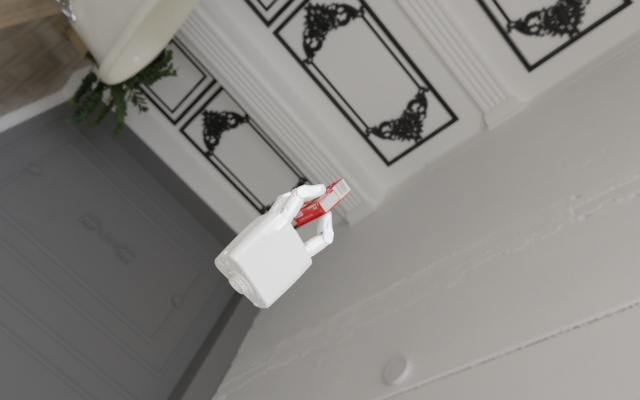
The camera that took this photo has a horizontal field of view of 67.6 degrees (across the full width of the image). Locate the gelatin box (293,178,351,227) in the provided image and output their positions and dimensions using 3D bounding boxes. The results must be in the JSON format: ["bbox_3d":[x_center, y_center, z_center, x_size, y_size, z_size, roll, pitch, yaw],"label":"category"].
[{"bbox_3d":[0.001,0.003,0.826,0.073,0.030,0.089,-27,11,45],"label":"gelatin box"}]
